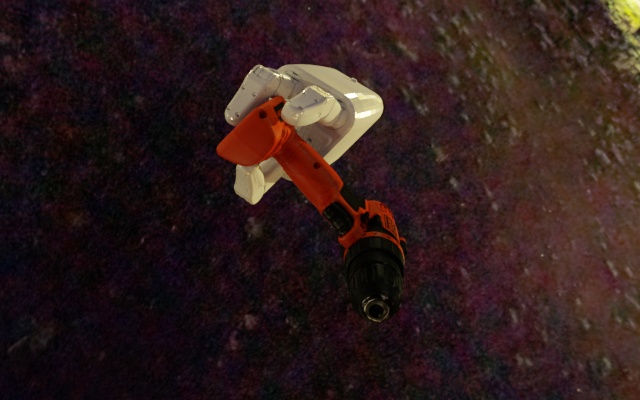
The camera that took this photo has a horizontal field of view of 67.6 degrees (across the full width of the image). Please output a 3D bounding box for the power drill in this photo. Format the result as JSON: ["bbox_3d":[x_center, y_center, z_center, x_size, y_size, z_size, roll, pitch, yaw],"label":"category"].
[{"bbox_3d":[0.000,0.001,0.412,0.057,0.188,0.184,-40,11,14],"label":"power drill"}]
